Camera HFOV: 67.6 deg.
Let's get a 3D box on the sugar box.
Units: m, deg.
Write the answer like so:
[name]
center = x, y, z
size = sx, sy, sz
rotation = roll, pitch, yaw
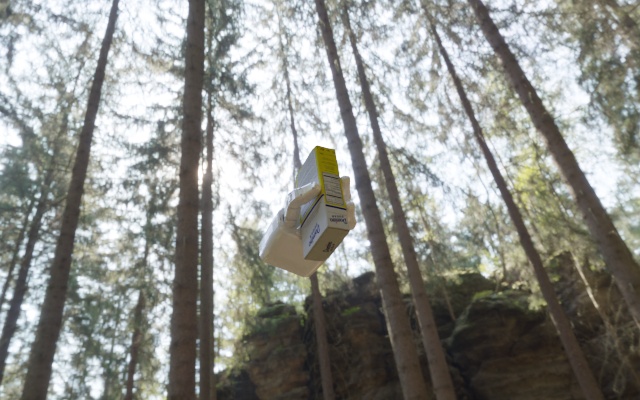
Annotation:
[sugar box]
center = 0.001, 0.003, 0.786
size = 0.048, 0.176, 0.093
rotation = 9, -41, -24
